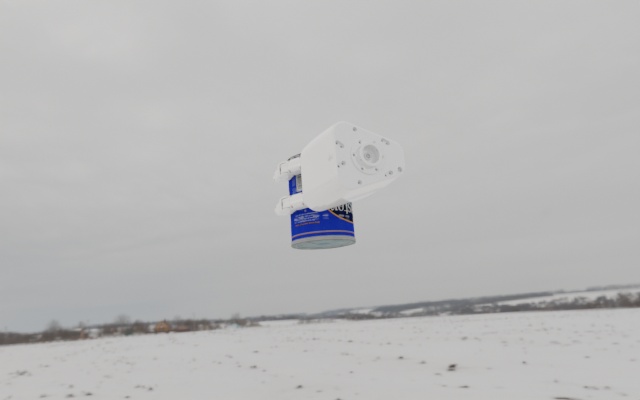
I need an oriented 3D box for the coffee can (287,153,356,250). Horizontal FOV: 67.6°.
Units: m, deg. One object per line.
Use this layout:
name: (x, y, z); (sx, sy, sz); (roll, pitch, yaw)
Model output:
coffee can: (0.000, 0.003, 0.768); (0.103, 0.140, 0.103); (-4, -13, -1)
